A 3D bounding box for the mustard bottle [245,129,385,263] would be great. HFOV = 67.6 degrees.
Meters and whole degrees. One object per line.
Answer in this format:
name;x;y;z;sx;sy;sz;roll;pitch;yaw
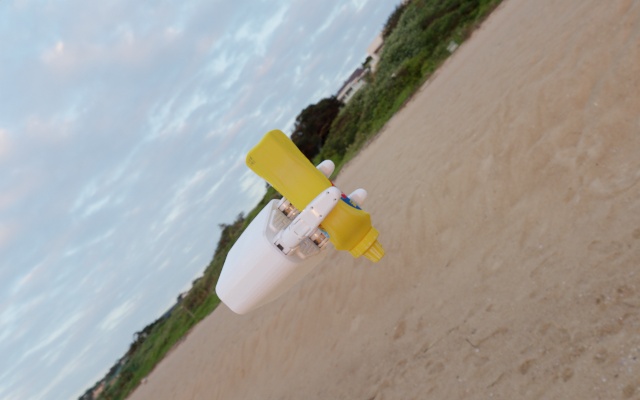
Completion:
mustard bottle;0.000;0.001;0.557;0.191;0.058;0.096;44;-2;0
